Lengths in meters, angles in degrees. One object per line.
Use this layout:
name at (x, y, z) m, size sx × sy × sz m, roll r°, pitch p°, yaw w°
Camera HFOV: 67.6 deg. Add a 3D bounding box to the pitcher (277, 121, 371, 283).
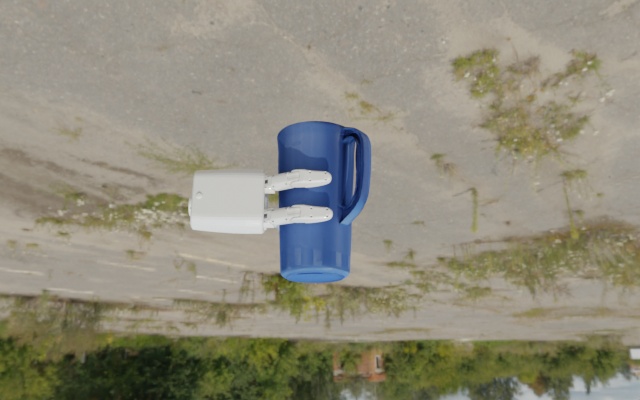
pitcher at (0.000, 0.003, 0.762) m, size 0.145 × 0.242 × 0.149 m, roll 2°, pitch -18°, yaw -5°
